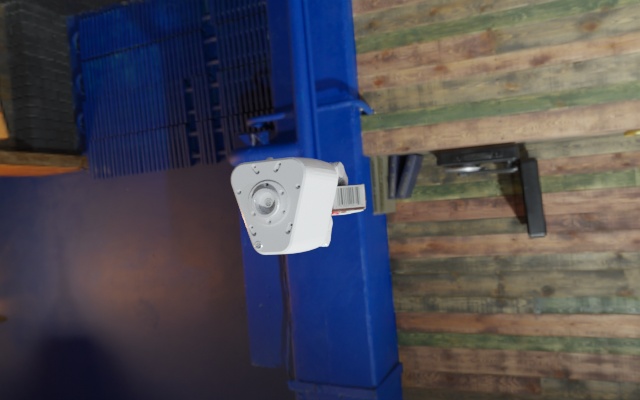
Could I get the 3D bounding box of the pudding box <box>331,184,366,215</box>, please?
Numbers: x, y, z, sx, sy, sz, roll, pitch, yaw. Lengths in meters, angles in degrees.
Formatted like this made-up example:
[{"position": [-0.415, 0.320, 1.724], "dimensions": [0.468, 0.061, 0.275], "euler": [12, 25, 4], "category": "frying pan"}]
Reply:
[{"position": [0.000, 0.002, 0.681], "dimensions": [0.113, 0.039, 0.090], "euler": [-3, -4, -9], "category": "pudding box"}]
